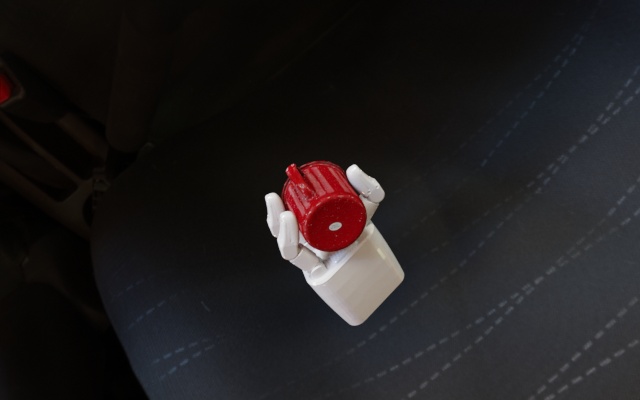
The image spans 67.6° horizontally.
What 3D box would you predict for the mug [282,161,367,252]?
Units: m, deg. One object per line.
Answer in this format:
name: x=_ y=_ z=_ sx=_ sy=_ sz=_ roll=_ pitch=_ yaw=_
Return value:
mug: x=-0.001 y=0.001 z=0.580 sx=0.093 sy=0.117 sz=0.081 roll=-37 pitch=33 yaw=3
